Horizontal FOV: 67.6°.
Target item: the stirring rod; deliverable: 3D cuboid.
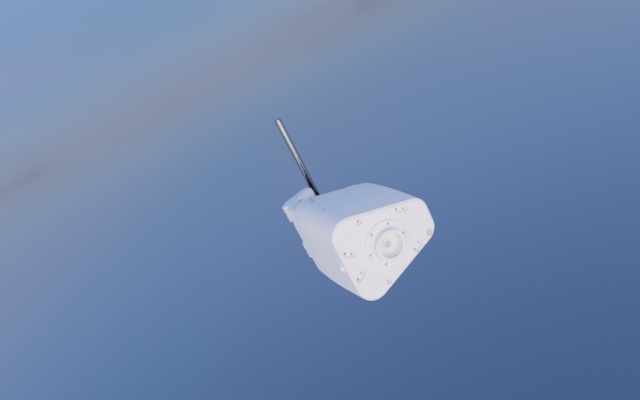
[{"bbox_3d":[0.000,0.002,0.624,0.011,0.239,0.011,-25,18,9],"label":"stirring rod"}]
